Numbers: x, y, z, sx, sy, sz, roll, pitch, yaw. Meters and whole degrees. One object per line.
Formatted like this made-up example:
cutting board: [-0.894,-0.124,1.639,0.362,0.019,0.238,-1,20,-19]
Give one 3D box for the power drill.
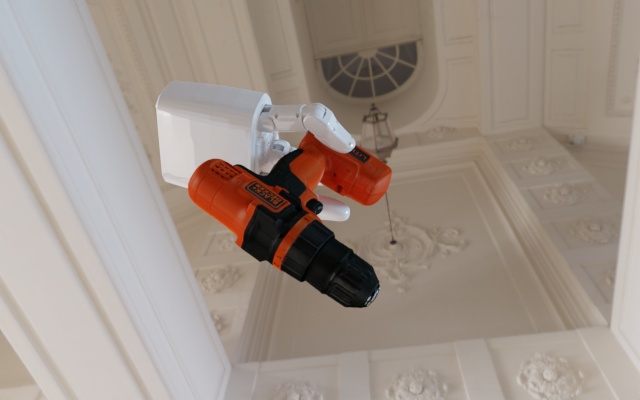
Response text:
power drill: [0.000,0.001,0.449,0.184,0.057,0.187,35,33,12]
